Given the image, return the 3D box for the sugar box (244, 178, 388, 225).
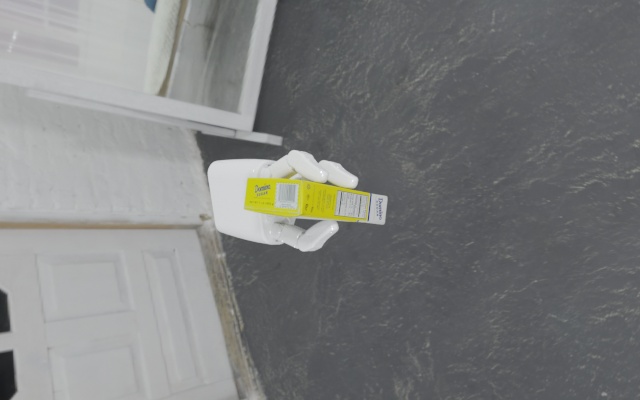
[{"bbox_3d":[0.000,0.001,0.609,0.093,0.048,0.176,6,1,39],"label":"sugar box"}]
